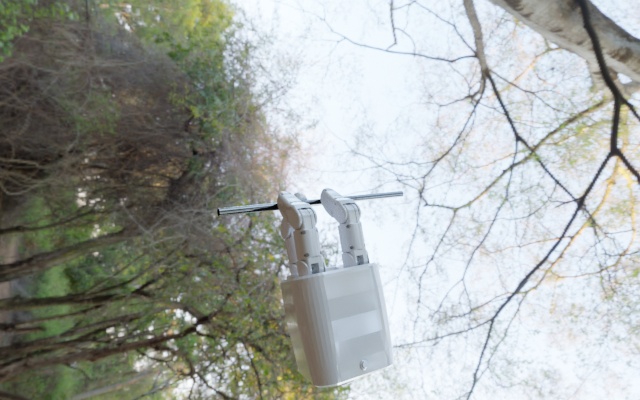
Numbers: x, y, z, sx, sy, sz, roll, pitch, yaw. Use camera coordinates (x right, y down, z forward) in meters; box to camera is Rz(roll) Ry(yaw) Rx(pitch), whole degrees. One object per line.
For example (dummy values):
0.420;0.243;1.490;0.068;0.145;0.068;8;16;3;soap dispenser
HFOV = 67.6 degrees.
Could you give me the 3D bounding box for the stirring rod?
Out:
0.000;0.002;0.541;0.239;0.011;0.011;-6;3;-31;stirring rod
